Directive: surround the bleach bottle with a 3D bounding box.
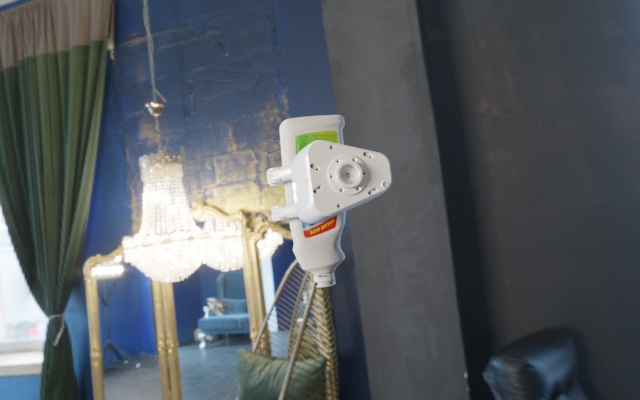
[{"bbox_3d":[0.000,0.002,0.722,0.102,0.251,0.068,-6,-4,-13],"label":"bleach bottle"}]
